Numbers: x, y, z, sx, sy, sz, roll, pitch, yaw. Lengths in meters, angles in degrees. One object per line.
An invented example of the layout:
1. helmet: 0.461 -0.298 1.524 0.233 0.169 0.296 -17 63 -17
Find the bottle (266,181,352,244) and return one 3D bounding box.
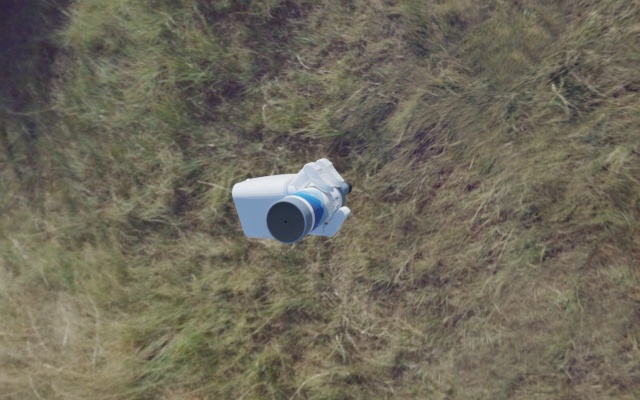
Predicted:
1. bottle: 0.000 0.003 0.834 0.069 0.069 0.295 0 11 21
